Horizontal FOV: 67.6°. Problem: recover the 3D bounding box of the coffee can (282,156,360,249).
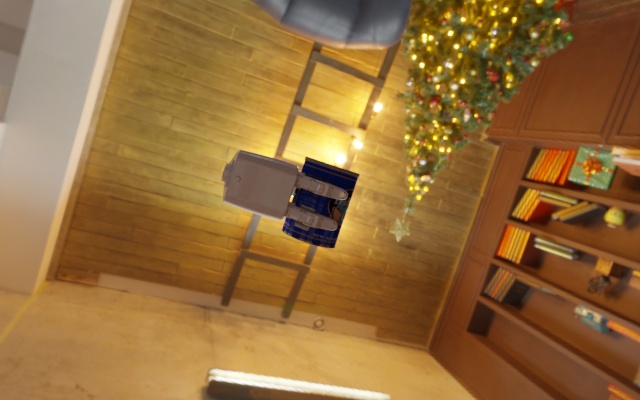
[{"bbox_3d":[0.000,0.003,0.858,0.103,0.140,0.103,18,4,-1],"label":"coffee can"}]
